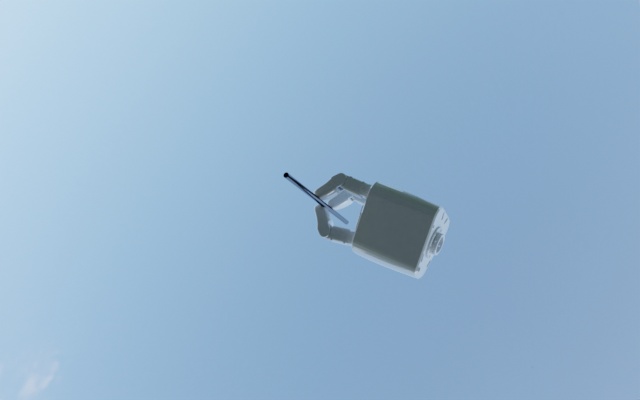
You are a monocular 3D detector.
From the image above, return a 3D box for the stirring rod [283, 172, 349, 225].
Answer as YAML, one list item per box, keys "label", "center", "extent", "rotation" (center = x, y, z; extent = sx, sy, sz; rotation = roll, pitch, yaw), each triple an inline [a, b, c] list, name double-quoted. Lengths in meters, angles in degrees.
- label: "stirring rod"
  center: [0.000, 0.002, 0.745]
  extent: [0.011, 0.011, 0.240]
  rotation: [0, -18, 24]
